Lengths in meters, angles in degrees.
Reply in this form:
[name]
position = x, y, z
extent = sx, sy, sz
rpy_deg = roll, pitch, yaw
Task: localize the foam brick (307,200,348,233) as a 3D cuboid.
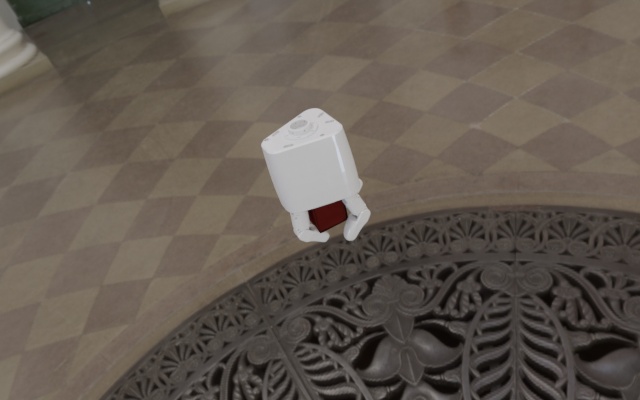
[foam brick]
position = 0.000, 0.002, 0.742
extent = 0.053, 0.051, 0.078
rpy_deg = -27, 38, -14
